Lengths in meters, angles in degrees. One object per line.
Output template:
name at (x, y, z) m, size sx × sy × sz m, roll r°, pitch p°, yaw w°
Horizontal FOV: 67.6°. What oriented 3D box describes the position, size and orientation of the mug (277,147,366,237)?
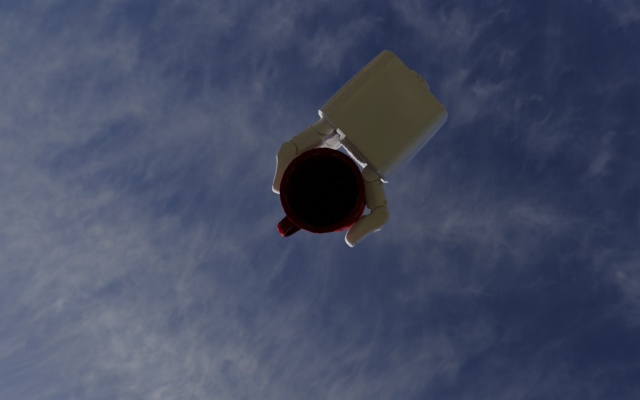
mug at (-0.001, 0.003, 0.549) m, size 0.117 × 0.093 × 0.081 m, roll -43°, pitch -13°, yaw 4°
